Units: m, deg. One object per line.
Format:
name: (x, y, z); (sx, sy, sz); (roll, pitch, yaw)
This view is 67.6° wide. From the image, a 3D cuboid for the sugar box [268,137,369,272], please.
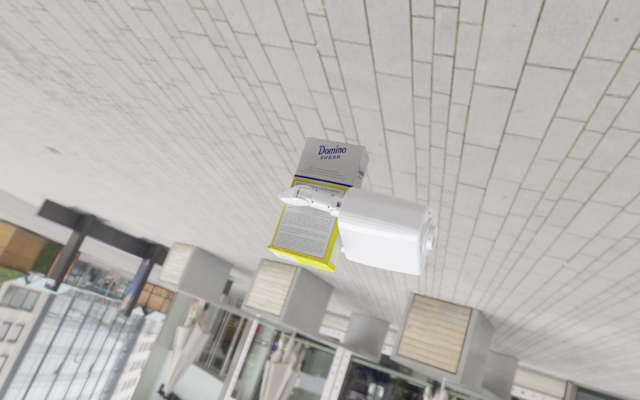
sugar box: (0.000, 0.003, 0.672); (0.093, 0.176, 0.048); (13, -19, 22)
